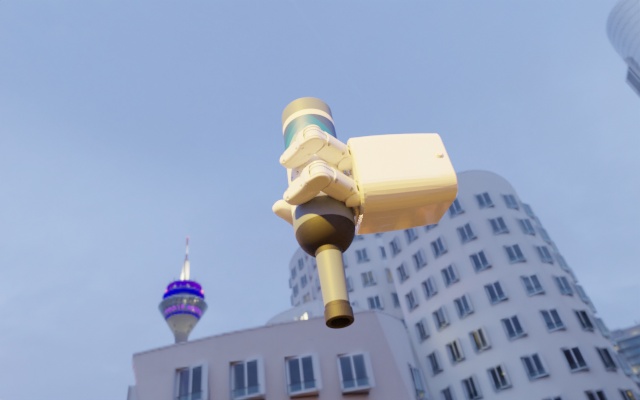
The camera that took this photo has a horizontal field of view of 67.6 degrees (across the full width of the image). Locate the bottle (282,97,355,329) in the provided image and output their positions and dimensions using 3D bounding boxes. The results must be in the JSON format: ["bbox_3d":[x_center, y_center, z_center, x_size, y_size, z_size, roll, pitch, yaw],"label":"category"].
[{"bbox_3d":[0.000,0.002,0.537,0.069,0.295,0.069,-5,-40,-5],"label":"bottle"}]
